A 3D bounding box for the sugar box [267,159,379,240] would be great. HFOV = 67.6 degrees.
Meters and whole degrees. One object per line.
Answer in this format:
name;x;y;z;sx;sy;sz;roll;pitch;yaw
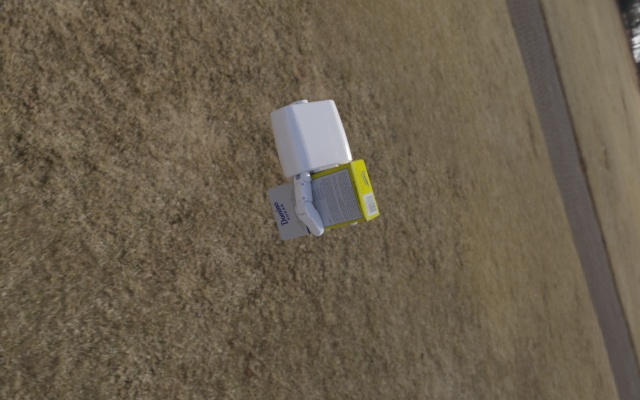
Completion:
sugar box;0.000;0.002;0.771;0.176;0.093;0.048;-15;1;39
